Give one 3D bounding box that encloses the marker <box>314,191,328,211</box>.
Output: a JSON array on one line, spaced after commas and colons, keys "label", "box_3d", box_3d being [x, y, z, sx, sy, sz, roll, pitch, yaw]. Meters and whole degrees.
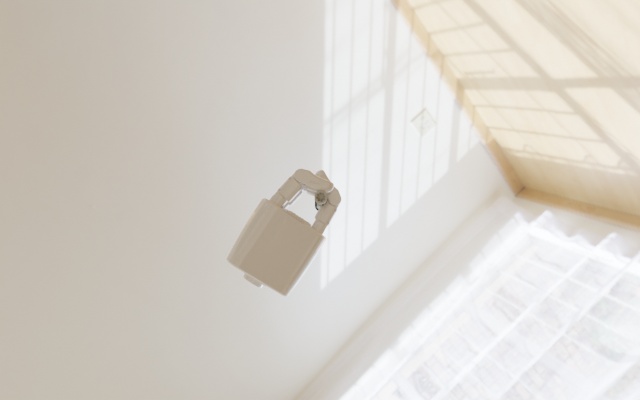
[{"label": "marker", "box_3d": [0.000, 0.002, 0.742, 0.020, 0.020, 0.121, 0, -7, -1]}]
